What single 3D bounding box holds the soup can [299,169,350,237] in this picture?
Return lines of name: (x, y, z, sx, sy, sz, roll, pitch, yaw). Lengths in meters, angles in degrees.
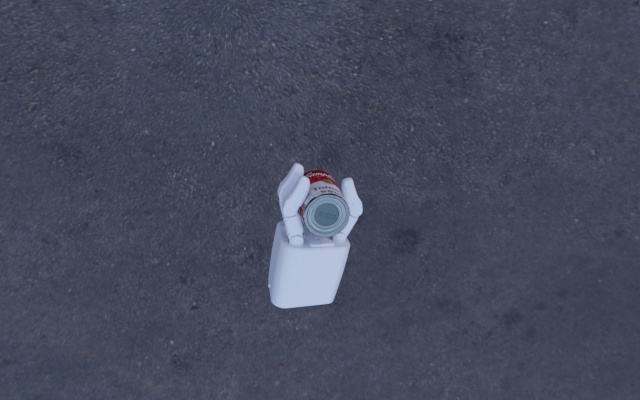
soup can: (0.000, 0.002, 0.702, 0.068, 0.068, 0.102, 0, 23, -11)
